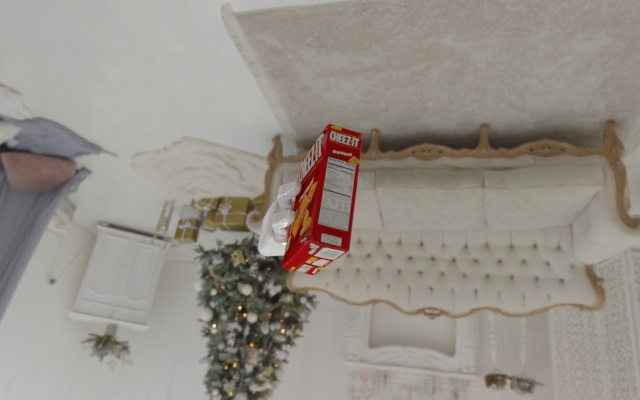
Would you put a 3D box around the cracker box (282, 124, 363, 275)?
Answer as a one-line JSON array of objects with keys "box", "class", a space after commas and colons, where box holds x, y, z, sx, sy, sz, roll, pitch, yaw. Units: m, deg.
[{"box": [0.000, 0.003, 0.817, 0.072, 0.213, 0.164, 15, -26, -15], "class": "cracker box"}]
